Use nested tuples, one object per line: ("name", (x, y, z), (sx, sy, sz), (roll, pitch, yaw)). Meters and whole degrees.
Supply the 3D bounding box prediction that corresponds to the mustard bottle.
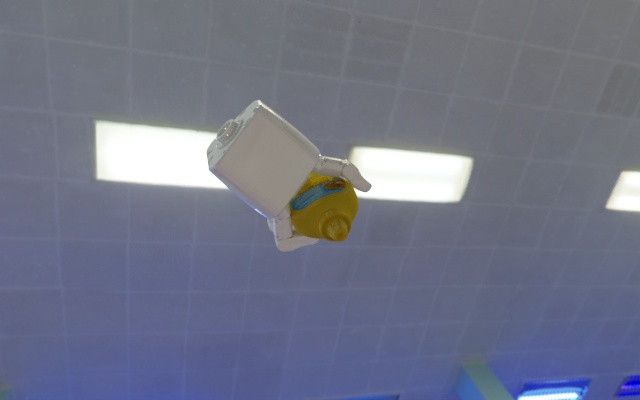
("mustard bottle", (0.000, 0.002, 0.659), (0.096, 0.058, 0.191), (-24, 29, -4))
